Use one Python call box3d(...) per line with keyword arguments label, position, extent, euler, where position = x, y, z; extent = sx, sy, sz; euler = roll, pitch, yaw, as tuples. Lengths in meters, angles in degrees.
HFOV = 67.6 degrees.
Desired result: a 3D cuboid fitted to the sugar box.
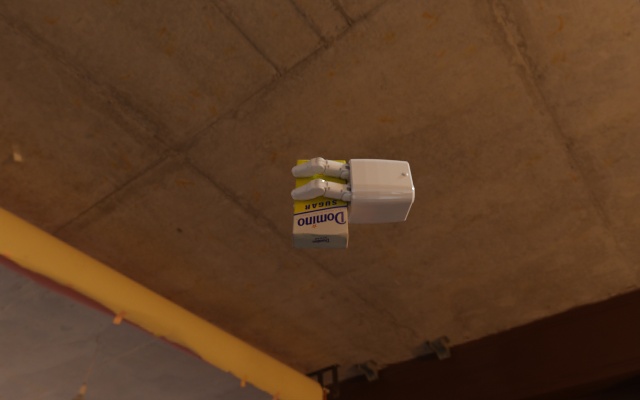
box3d(label="sugar box", position=(0.000, 0.002, 0.839), extent=(0.093, 0.176, 0.048), euler=(0, -44, 0))
